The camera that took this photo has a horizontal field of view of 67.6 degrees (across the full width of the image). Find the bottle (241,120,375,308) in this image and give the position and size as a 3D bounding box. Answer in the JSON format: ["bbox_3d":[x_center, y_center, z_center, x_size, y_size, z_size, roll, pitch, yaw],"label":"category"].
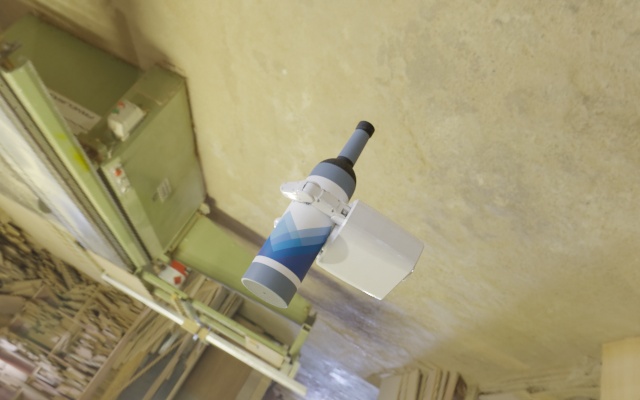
[{"bbox_3d":[0.000,0.002,0.651,0.069,0.295,0.069,25,-27,14],"label":"bottle"}]
